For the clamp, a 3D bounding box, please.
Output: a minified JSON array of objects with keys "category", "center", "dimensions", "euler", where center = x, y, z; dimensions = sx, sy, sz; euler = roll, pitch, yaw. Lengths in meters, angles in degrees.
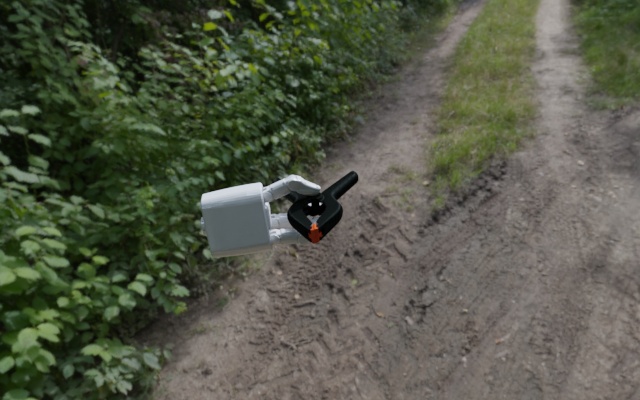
[{"category":"clamp","center":[0.000,0.002,0.838],"dimensions":[0.164,0.036,0.210],"euler":[-9,30,-3]}]
